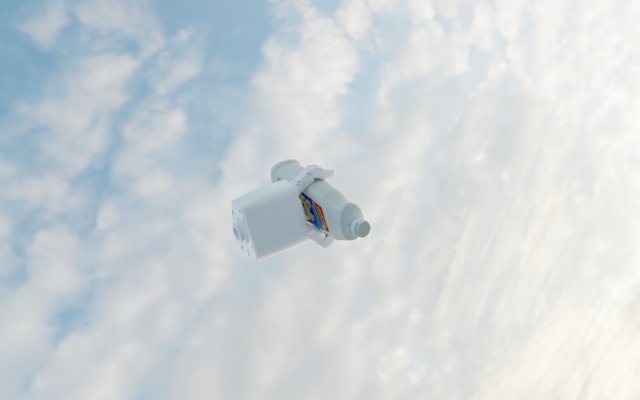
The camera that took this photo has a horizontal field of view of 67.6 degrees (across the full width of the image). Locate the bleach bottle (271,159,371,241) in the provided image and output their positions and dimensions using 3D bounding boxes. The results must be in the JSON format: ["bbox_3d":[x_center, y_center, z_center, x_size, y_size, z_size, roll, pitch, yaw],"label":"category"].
[{"bbox_3d":[0.000,0.003,0.872,0.068,0.103,0.250,-22,29,-28],"label":"bleach bottle"}]
